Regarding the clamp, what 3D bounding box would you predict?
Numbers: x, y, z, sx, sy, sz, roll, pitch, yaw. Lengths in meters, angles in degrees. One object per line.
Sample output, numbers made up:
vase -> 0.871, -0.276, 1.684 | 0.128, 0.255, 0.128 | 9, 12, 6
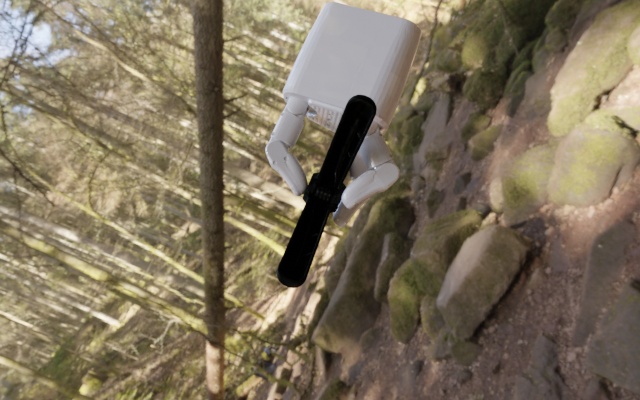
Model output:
clamp -> -0.001, 0.001, 0.466 | 0.036, 0.164, 0.210 | 24, -7, -1
